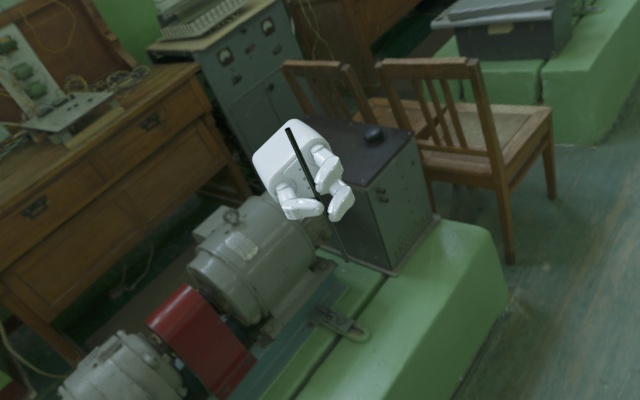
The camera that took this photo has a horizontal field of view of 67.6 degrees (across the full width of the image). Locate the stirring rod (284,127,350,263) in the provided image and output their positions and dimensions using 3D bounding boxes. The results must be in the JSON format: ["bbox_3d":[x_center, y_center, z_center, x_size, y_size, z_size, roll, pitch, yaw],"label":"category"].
[{"bbox_3d":[0.000,0.002,0.651,0.011,0.240,0.011,-16,36,12],"label":"stirring rod"}]
